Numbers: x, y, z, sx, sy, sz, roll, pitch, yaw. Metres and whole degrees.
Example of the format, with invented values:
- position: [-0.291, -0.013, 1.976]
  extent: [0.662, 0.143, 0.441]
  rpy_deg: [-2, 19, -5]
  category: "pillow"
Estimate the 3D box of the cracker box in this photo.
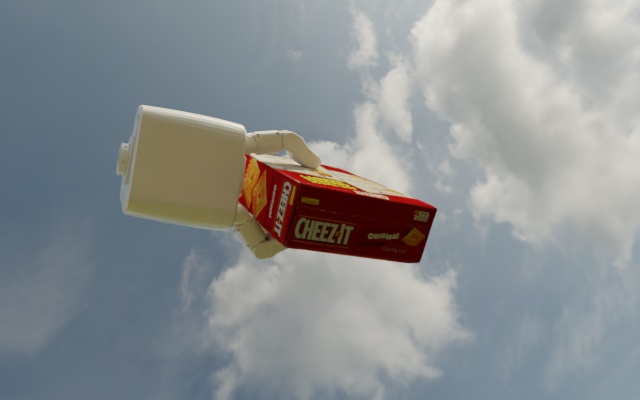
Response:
- position: [0.000, 0.002, 0.557]
  extent: [0.164, 0.072, 0.213]
  rpy_deg: [9, 10, -27]
  category: "cracker box"
